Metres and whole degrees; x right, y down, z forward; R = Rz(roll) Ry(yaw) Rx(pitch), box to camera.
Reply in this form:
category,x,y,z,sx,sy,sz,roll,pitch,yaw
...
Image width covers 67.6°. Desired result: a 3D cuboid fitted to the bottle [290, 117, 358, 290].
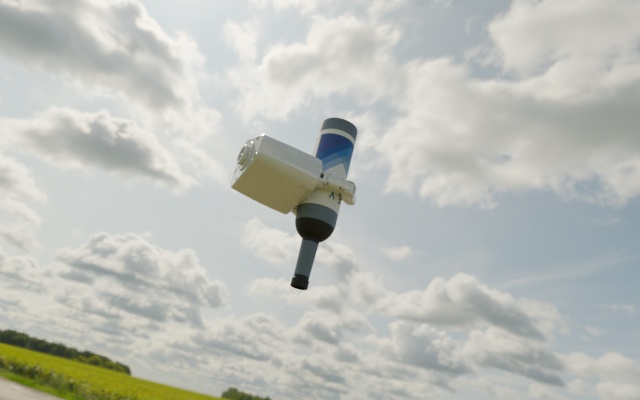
category,x,y,z,sx,sy,sz,roll,pitch,yaw
bottle,0.000,0.002,0.787,0.069,0.295,0.069,12,-24,5
